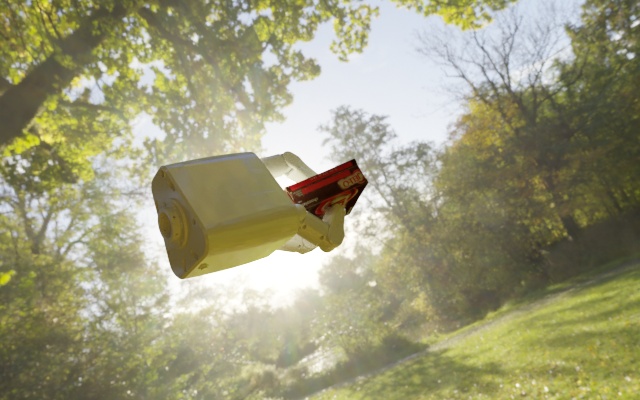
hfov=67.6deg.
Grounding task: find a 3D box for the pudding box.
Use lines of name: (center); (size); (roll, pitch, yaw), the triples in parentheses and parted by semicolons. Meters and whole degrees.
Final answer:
pudding box: (0.000, 0.002, 0.569); (0.090, 0.039, 0.113); (-23, -14, -15)
